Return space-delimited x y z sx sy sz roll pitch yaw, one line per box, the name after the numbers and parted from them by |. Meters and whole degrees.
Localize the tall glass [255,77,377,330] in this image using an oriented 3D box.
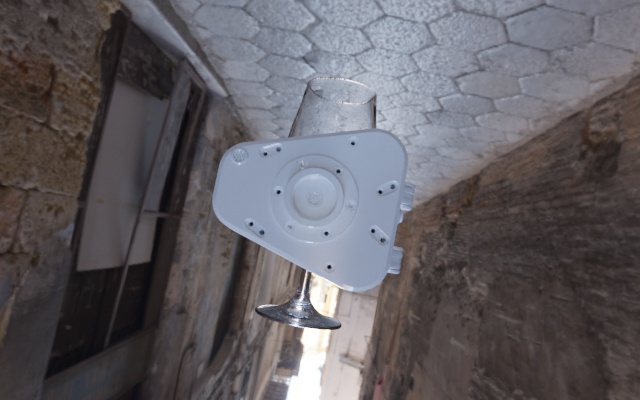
0.000 0.002 0.408 0.079 0.201 0.079 11 -4 1 | tall glass
